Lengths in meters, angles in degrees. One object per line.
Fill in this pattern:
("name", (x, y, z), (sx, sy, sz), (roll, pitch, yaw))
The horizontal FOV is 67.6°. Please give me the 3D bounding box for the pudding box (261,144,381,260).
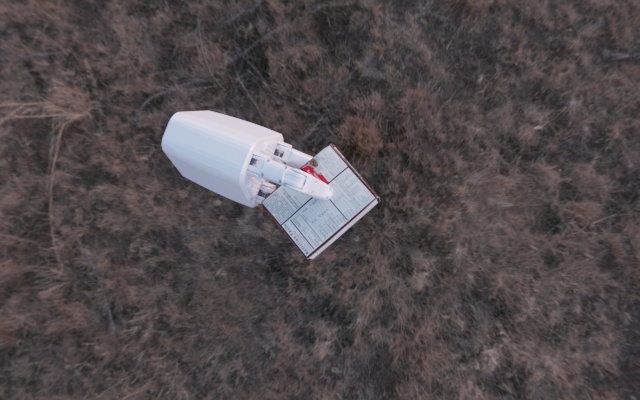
("pudding box", (0.000, 0.002, 0.568), (0.113, 0.090, 0.039), (-41, -10, 4))
